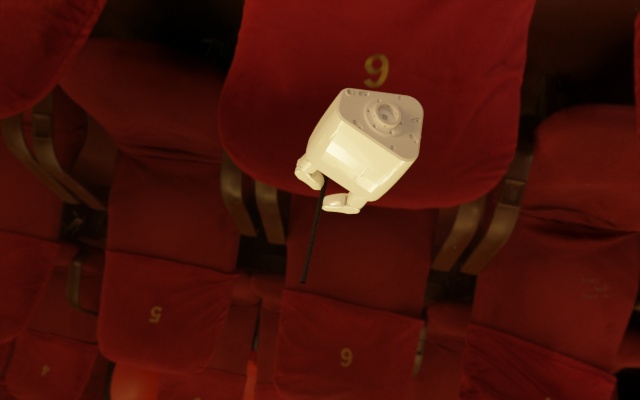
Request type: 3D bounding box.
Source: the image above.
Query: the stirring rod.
[{"bbox_3d":[0.000,0.002,0.672,0.011,0.239,0.011,10,-27,5],"label":"stirring rod"}]
